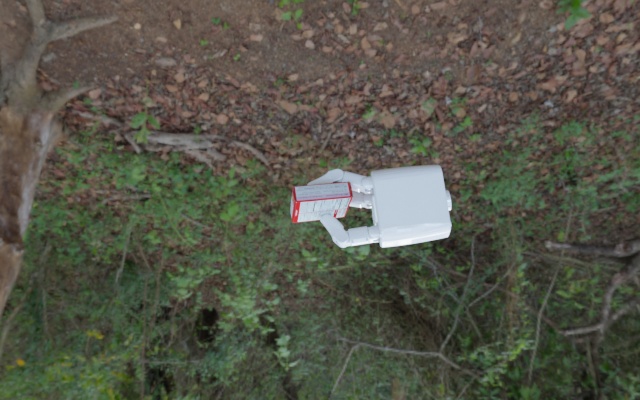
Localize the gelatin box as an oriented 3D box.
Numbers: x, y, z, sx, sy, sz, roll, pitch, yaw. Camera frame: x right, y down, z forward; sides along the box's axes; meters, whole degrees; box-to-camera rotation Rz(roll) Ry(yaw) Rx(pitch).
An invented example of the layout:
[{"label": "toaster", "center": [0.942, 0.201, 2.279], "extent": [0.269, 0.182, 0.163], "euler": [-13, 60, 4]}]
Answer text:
[{"label": "gelatin box", "center": [0.000, 0.003, 0.734], "extent": [0.089, 0.030, 0.073], "euler": [-6, -26, -10]}]
